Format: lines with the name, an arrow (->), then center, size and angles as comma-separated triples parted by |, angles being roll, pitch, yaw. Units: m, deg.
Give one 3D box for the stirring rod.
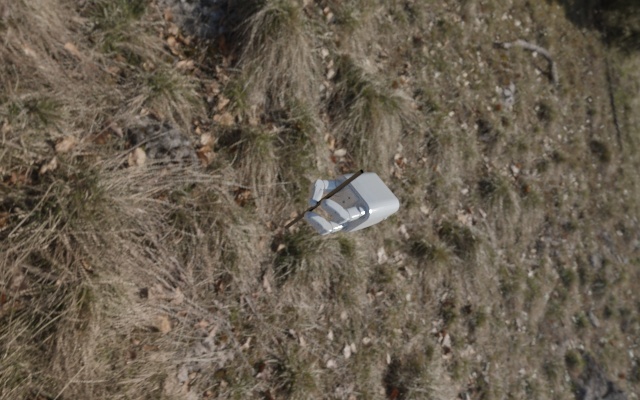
stirring rod -> 0.000, 0.003, 0.897 | 0.011, 0.011, 0.240 | 0, -26, -41
